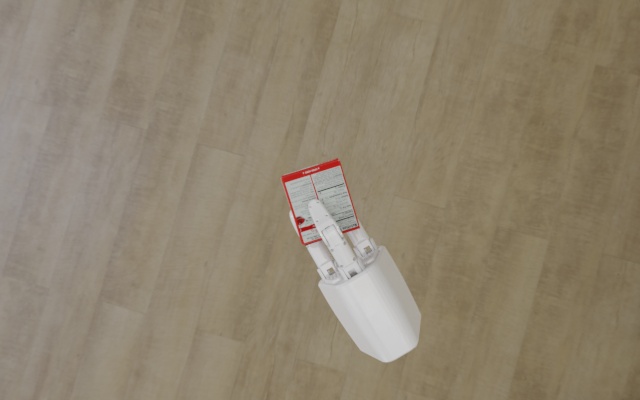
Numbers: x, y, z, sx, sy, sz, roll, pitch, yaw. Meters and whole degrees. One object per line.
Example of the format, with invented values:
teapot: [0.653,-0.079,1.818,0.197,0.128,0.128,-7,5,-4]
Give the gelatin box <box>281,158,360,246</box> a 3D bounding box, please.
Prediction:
gelatin box: [0.000,0.002,0.575,0.073,0.089,0.030,-17,7,0]
